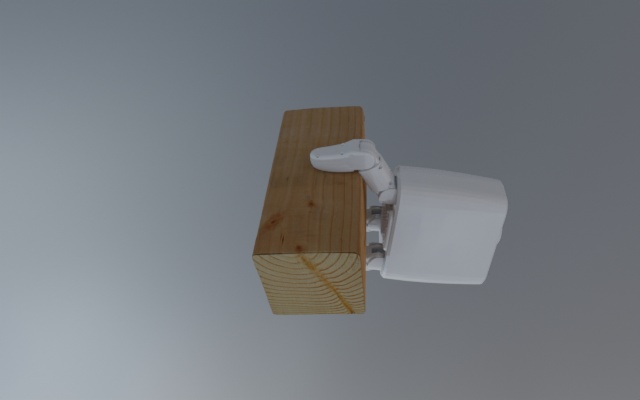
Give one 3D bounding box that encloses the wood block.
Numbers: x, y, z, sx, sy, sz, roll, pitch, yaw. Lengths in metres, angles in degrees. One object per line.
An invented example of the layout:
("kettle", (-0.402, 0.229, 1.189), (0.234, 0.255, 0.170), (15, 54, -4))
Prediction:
("wood block", (0.000, 0.001, 0.483), (0.090, 0.091, 0.206), (-2, 44, 8))
